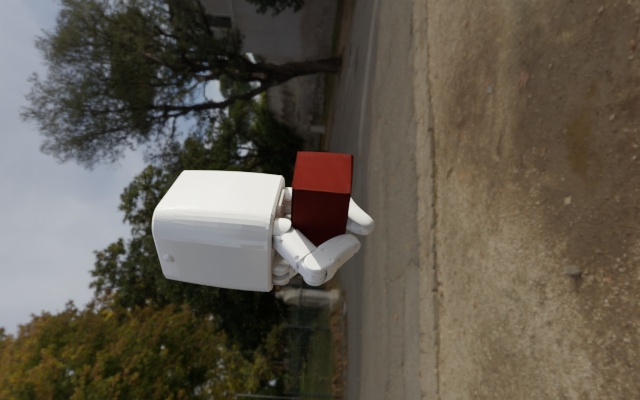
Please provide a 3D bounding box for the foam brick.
[{"bbox_3d":[0.000,0.001,0.436,0.051,0.078,0.053,6,44,1],"label":"foam brick"}]
